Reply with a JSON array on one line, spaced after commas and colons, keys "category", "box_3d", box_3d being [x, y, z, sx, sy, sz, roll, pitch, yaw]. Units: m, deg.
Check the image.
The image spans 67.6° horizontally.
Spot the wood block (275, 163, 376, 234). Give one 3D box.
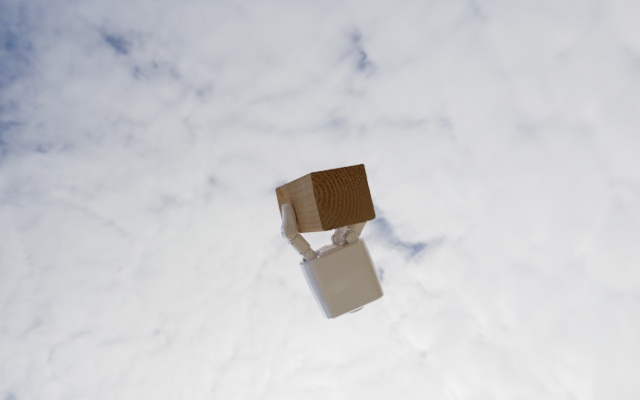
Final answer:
[{"category": "wood block", "box_3d": [0.000, 0.003, 0.800, 0.091, 0.090, 0.206, -12, -1, -21]}]
